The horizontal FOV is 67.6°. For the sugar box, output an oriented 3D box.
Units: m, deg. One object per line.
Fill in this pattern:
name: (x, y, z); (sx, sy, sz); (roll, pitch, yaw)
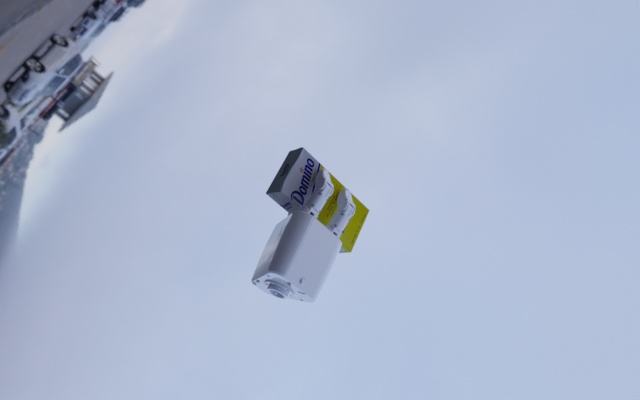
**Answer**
sugar box: (0.001, 0.003, 0.800); (0.048, 0.093, 0.176); (-8, -42, 48)
